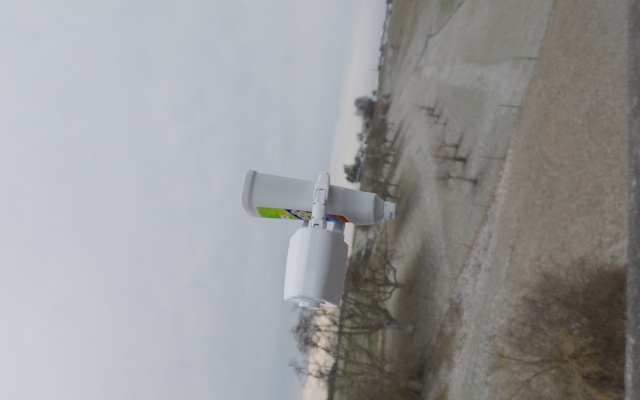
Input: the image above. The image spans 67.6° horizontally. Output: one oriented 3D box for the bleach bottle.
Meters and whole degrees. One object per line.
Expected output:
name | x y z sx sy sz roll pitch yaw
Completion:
bleach bottle | 0.000 0.003 0.806 0.251 0.068 0.103 6 -18 6
